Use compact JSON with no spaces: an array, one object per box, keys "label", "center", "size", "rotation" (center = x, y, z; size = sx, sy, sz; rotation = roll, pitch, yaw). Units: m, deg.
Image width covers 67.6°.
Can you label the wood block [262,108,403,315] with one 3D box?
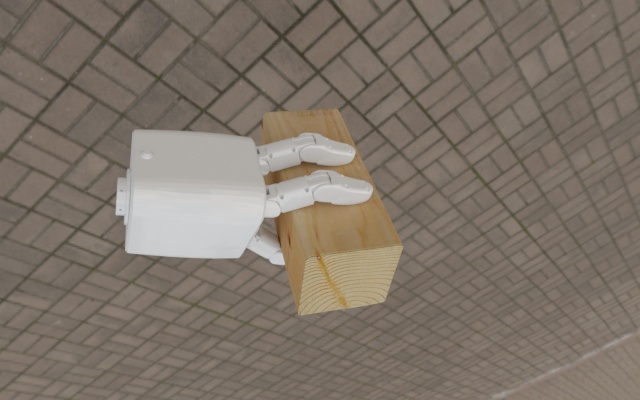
[{"label":"wood block","center":[0.000,0.002,0.496],"size":[0.090,0.091,0.206],"rotation":[-6,46,-14]}]
